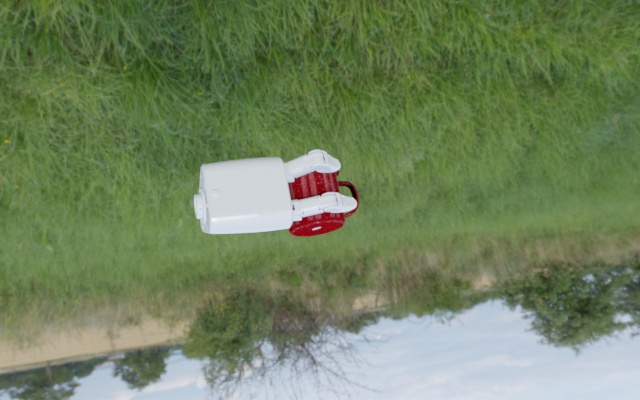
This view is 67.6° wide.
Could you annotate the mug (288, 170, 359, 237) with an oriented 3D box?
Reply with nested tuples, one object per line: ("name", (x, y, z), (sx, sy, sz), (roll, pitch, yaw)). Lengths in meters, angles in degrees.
("mug", (0.001, 0.002, 0.688), (0.117, 0.081, 0.093), (-5, -17, -20))
